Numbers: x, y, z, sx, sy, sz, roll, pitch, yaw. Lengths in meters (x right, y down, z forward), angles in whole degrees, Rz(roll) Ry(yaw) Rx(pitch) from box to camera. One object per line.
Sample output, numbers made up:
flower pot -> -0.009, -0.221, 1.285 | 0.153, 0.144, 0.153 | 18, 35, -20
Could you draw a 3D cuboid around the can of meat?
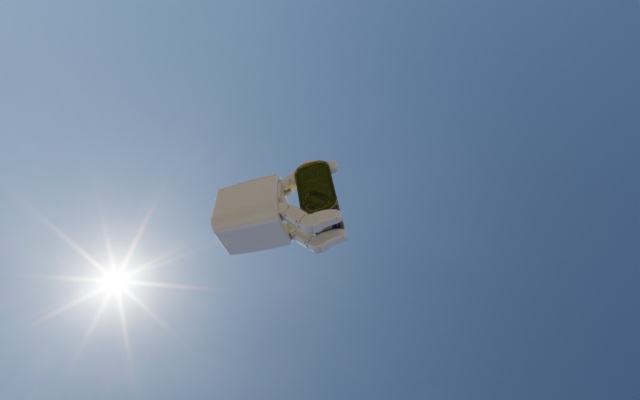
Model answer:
can of meat -> 0.000, 0.003, 0.761 | 0.057, 0.102, 0.084 | -15, -39, 3
